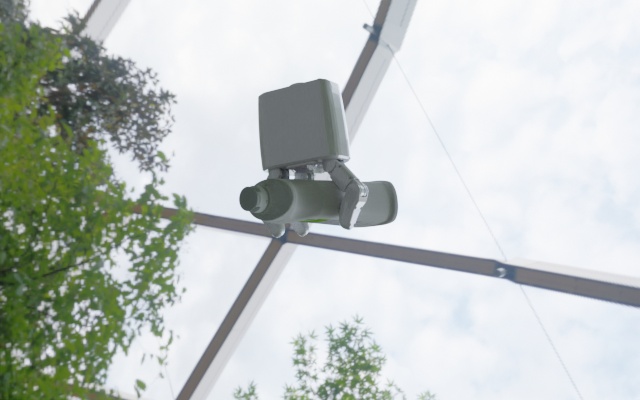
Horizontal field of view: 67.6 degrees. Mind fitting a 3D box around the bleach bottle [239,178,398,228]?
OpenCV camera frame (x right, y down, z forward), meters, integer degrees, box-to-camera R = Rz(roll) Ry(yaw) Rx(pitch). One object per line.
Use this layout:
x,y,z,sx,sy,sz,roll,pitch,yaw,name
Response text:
0.000,0.002,0.629,0.102,0.068,0.251,-10,-8,36,bleach bottle
